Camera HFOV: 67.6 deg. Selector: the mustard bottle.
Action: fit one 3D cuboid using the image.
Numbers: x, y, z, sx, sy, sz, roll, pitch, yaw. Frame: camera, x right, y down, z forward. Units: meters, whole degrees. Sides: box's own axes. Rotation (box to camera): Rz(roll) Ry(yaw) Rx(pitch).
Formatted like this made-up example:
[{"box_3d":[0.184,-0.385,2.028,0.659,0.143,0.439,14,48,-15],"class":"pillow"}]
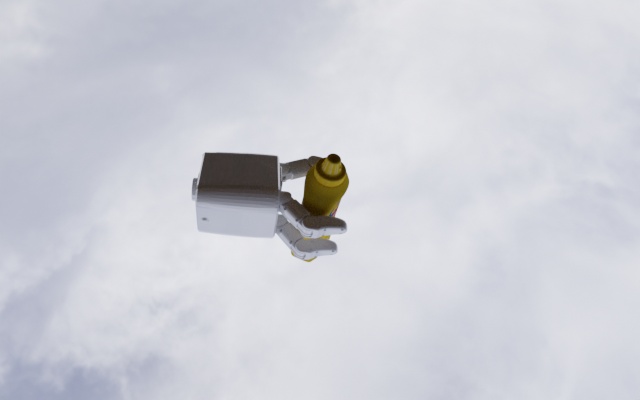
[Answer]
[{"box_3d":[0.000,0.002,0.668,0.058,0.096,0.192,23,-36,5],"class":"mustard bottle"}]
